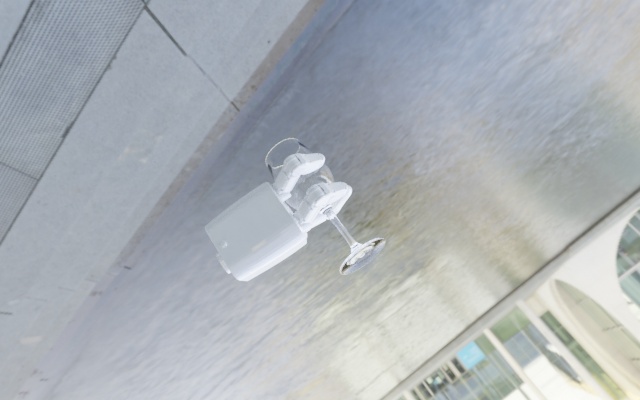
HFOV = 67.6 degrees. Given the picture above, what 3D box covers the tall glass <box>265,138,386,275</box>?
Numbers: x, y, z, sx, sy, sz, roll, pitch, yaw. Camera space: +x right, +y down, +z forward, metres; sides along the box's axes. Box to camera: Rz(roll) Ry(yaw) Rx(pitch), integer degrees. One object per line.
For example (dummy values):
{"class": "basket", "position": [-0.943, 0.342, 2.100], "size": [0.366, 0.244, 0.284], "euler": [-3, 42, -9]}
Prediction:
{"class": "tall glass", "position": [0.001, 0.003, 0.665], "size": [0.079, 0.201, 0.079], "euler": [-30, -25, -16]}
